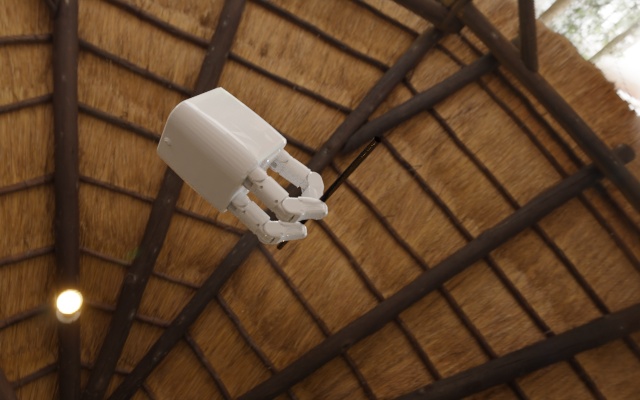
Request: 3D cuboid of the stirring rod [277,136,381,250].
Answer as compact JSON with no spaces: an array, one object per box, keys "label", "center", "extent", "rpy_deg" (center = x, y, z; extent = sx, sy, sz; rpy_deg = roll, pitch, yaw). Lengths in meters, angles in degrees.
[{"label":"stirring rod","center":[0.000,0.002,0.547],"extent":[0.011,0.011,0.240],"rpy_deg":[0,-30,-32]}]
